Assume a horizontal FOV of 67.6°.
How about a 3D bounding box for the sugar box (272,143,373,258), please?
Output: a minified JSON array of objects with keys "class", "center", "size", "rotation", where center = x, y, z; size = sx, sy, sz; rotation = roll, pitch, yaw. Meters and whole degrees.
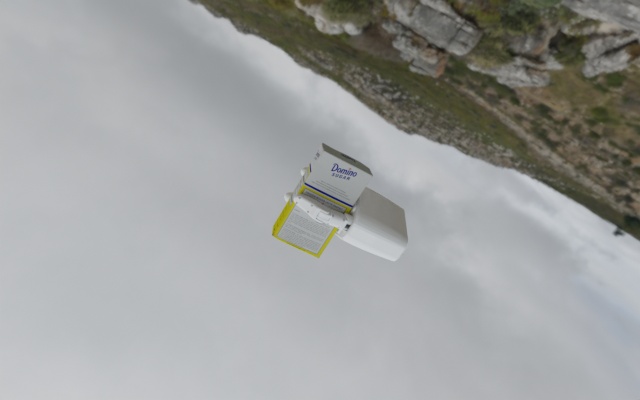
[{"class":"sugar box","center":[0.000,0.002,0.790],"size":[0.093,0.176,0.048],"rotation":[27,19,-16]}]
